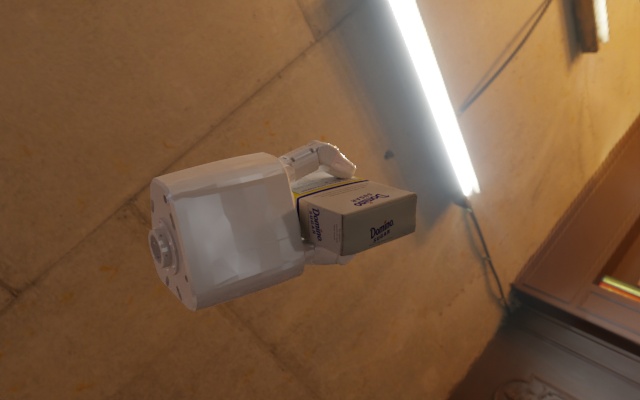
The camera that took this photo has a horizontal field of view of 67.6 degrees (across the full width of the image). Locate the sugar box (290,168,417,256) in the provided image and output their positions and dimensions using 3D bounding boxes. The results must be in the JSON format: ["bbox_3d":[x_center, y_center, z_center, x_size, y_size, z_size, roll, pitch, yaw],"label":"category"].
[{"bbox_3d":[0.000,0.002,0.481,0.093,0.048,0.176,-15,24,-35],"label":"sugar box"}]
